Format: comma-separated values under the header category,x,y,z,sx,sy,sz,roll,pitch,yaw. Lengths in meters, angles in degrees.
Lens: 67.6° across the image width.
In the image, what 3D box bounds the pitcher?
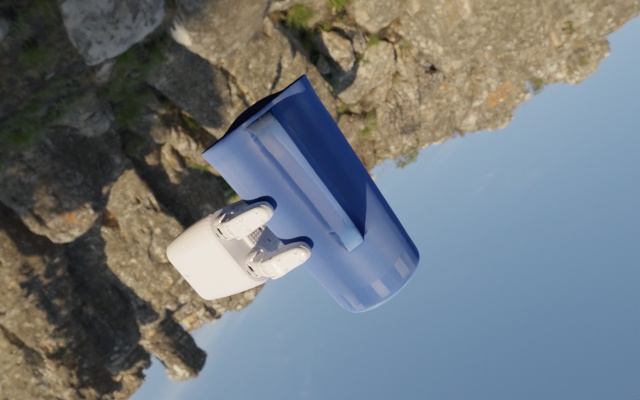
category,x,y,z,sx,sy,sz,roll,pitch,yaw
pitcher,0.000,0.002,0.502,0.145,0.243,0.149,-26,18,41
